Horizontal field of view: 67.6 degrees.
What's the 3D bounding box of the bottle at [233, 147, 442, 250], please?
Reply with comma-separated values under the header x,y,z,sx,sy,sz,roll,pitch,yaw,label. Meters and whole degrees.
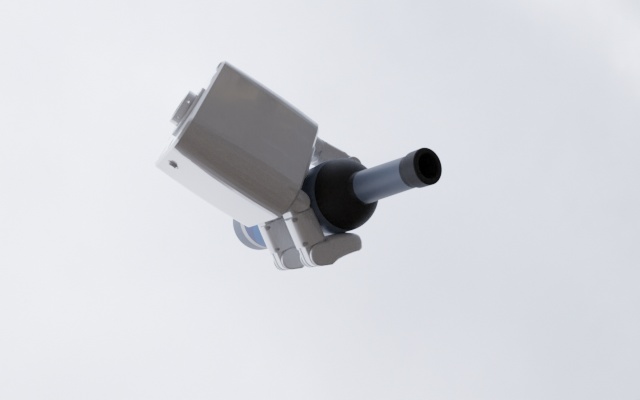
x,y,z,sx,sy,sz,roll,pitch,yaw,label
0.000,0.002,0.459,0.069,0.069,0.296,0,-10,-32,bottle
